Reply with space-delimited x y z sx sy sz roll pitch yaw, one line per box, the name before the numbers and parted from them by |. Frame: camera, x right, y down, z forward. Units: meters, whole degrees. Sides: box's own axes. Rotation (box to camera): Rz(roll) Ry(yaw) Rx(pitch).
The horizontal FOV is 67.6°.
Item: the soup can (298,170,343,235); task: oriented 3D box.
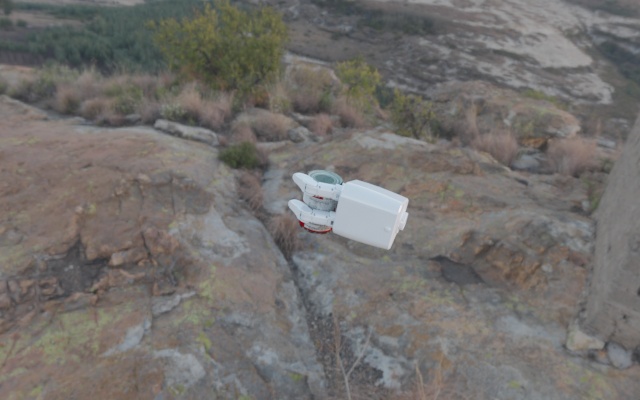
soup can | 0.000 0.002 0.888 0.068 0.102 0.068 9 27 -5
